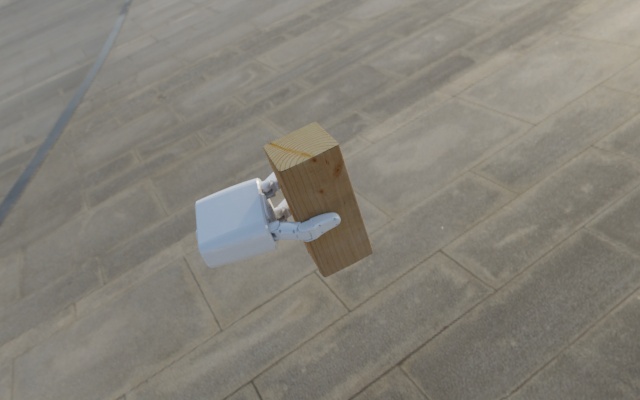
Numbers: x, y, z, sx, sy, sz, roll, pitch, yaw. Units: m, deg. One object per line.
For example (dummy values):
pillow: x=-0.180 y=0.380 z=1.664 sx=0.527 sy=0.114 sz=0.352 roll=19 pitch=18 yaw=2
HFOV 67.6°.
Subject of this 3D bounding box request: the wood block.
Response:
wood block: x=0.000 y=0.003 z=0.718 sx=0.090 sy=0.206 sz=0.090 roll=-26 pitch=36 yaw=-7
